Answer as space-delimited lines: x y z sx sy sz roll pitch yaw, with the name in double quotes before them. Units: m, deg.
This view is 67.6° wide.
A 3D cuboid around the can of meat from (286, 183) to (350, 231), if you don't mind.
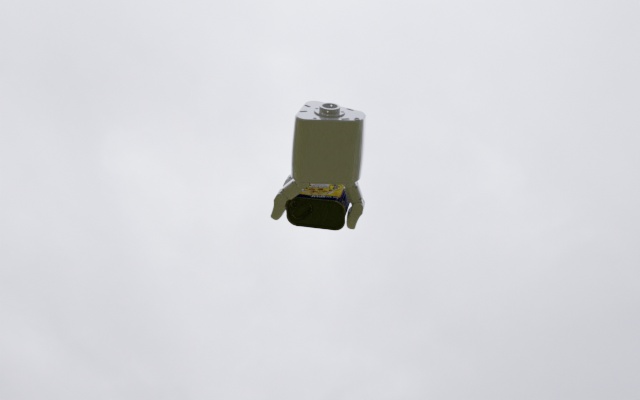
"can of meat" 0.000 0.003 0.826 0.102 0.057 0.084 6 31 11
